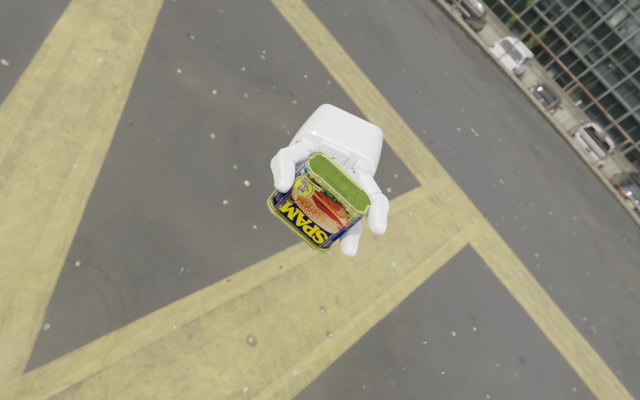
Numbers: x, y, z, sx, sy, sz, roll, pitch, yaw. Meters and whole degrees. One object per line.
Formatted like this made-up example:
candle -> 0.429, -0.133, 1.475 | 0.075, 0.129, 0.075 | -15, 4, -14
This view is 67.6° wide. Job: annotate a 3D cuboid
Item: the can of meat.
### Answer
can of meat -> 0.000, 0.002, 0.590 | 0.084, 0.102, 0.057 | -44, 7, 34
